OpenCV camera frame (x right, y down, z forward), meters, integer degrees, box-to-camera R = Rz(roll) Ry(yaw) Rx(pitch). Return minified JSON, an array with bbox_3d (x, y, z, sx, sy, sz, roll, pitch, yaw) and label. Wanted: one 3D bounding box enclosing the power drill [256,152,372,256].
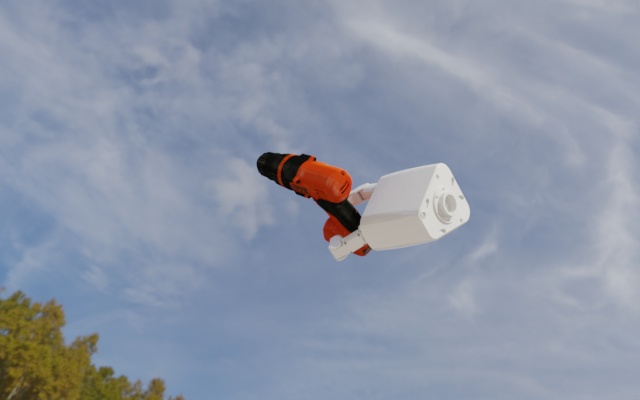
[{"bbox_3d":[0.001,0.003,0.733,0.184,0.057,0.188,21,-21,45],"label":"power drill"}]
